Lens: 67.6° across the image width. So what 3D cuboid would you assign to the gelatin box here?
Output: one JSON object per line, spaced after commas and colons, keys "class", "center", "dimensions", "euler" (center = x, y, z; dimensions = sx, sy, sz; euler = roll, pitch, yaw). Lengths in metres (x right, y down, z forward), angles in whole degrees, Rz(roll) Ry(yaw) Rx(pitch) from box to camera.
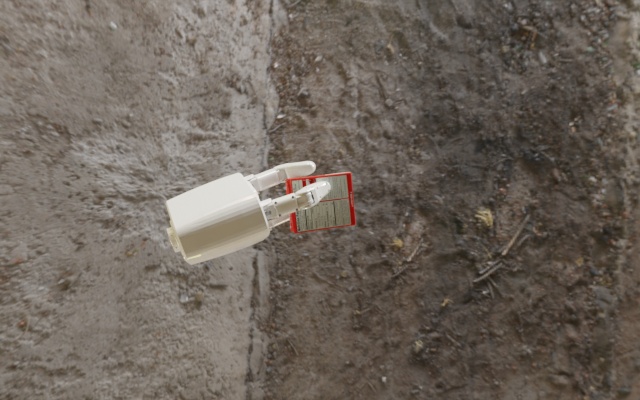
{"class": "gelatin box", "center": [0.001, 0.002, 0.648], "dimensions": [0.089, 0.073, 0.030], "euler": [-7, 4, -15]}
